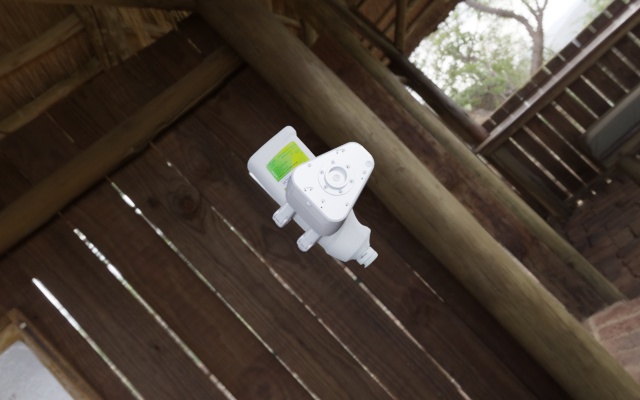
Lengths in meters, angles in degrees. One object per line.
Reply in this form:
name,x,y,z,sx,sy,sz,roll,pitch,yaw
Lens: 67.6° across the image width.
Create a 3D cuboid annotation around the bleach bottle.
bleach bottle,0.000,0.003,0.776,0.102,0.251,0.068,-43,-5,-15
